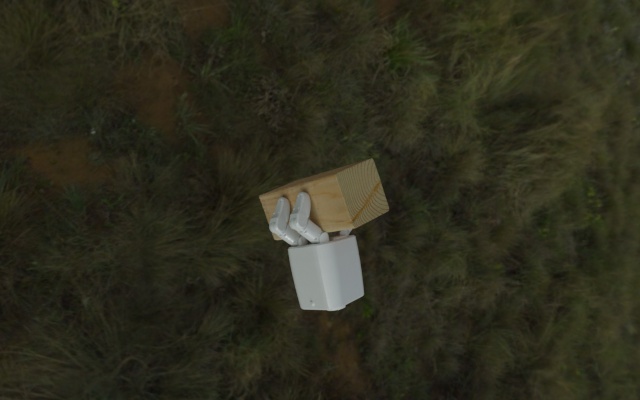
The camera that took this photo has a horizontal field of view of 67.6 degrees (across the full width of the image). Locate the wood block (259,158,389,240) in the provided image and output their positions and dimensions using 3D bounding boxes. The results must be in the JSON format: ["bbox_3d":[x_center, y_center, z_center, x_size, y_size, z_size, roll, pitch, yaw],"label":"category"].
[{"bbox_3d":[0.001,0.003,0.804,0.091,0.090,0.206,-24,7,-41],"label":"wood block"}]
